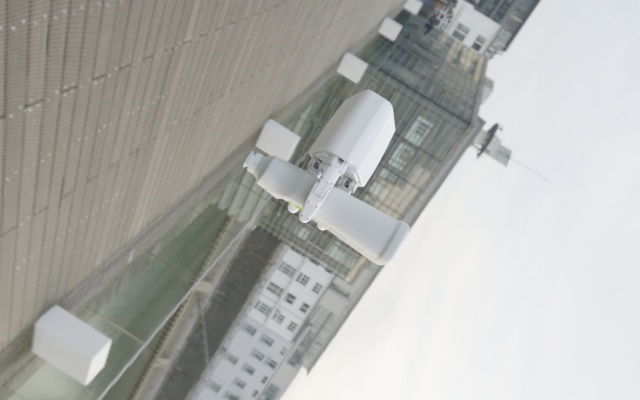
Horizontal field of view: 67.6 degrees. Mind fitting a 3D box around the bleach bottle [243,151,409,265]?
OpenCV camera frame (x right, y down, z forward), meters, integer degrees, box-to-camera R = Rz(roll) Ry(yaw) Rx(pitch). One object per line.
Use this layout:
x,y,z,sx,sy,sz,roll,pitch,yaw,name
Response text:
0.000,0.002,0.698,0.251,0.068,0.102,32,-10,1,bleach bottle
